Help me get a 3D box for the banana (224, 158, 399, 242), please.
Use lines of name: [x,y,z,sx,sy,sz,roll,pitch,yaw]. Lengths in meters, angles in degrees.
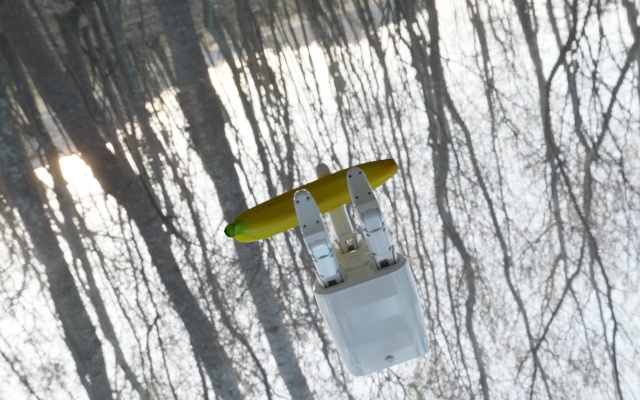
banana: [-0.011,0.003,0.491,0.198,0.037,0.069,-24,11,-24]
